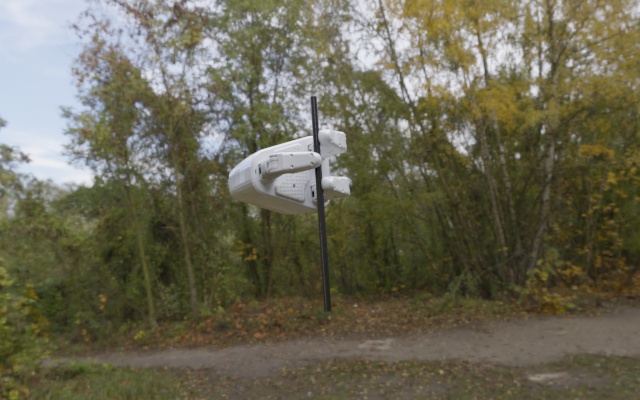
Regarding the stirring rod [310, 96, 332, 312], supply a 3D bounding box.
[{"bbox_3d":[0.000,0.002,0.533,0.011,0.239,0.011,-4,-5,0],"label":"stirring rod"}]
